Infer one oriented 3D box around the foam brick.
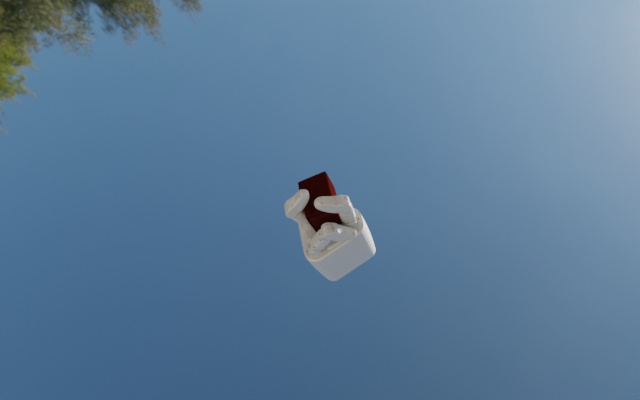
[{"bbox_3d":[0.000,0.002,0.798,0.053,0.078,0.051,-20,-35,10],"label":"foam brick"}]
